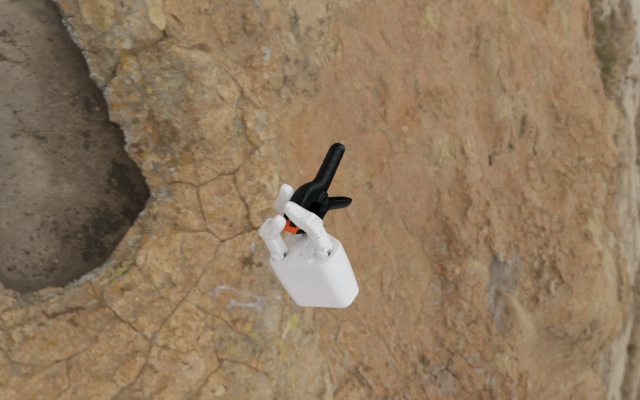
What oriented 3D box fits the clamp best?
[{"bbox_3d":[0.000,0.003,0.754,0.039,0.120,0.171,13,50,38],"label":"clamp"}]
